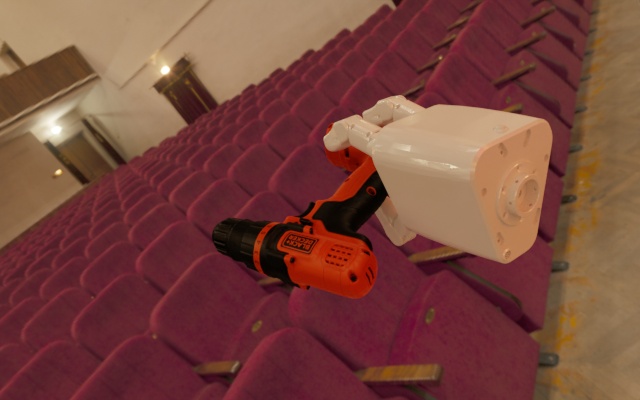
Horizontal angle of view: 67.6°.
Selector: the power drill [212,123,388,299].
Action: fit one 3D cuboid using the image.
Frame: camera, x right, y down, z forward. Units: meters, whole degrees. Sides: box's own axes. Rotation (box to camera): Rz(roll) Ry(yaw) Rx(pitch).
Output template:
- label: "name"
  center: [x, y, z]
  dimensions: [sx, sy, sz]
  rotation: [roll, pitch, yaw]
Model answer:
- label: "power drill"
  center: [0.001, 0.001, 0.486]
  dimensions: [0.184, 0.187, 0.057]
  rotation: [13, -35, 32]
